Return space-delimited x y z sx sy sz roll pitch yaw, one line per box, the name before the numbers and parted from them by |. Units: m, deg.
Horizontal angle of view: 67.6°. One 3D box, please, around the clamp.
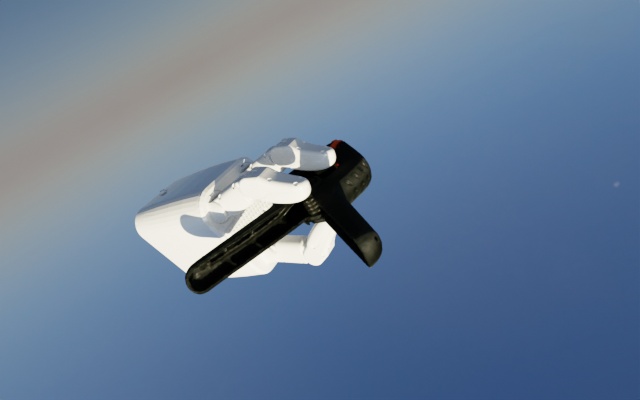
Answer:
clamp | 0.000 0.002 0.411 0.164 0.036 0.210 -9 28 33
